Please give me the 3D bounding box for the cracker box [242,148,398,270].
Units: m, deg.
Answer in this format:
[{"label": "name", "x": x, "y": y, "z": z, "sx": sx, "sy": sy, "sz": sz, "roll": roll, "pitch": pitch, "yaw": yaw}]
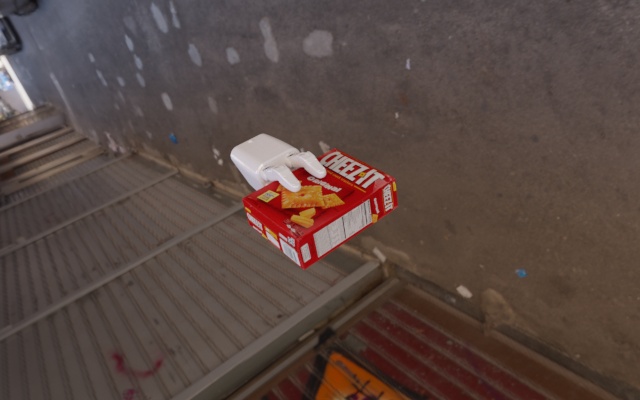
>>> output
[{"label": "cracker box", "x": 0.000, "y": 0.003, "z": 0.823, "sx": 0.213, "sy": 0.072, "sz": 0.164, "roll": -31, "pitch": 42, "yaw": -26}]
